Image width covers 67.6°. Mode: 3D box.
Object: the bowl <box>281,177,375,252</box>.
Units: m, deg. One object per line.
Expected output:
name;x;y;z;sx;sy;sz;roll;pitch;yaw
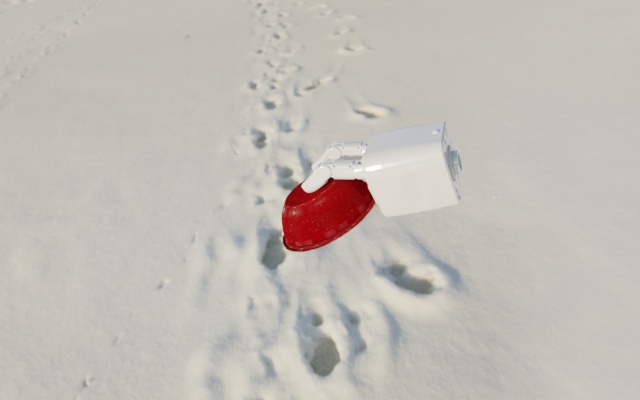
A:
bowl;-0.001;0.003;0.700;0.162;0.055;0.162;-28;22;13
